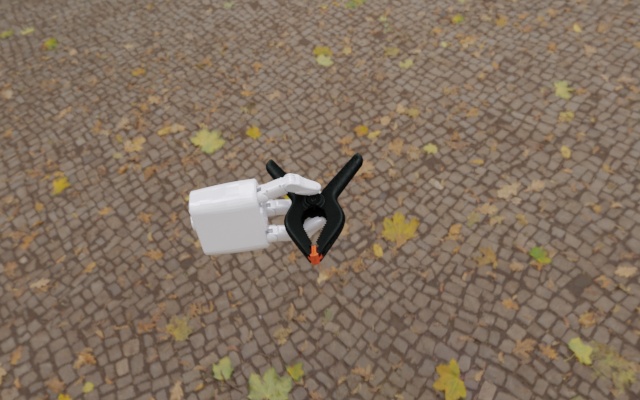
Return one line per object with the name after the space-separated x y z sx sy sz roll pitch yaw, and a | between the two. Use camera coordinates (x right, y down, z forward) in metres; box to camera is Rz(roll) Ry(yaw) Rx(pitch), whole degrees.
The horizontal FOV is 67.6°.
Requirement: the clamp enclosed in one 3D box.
0.000 0.002 0.759 0.164 0.209 0.036 -10 -38 1 | clamp
